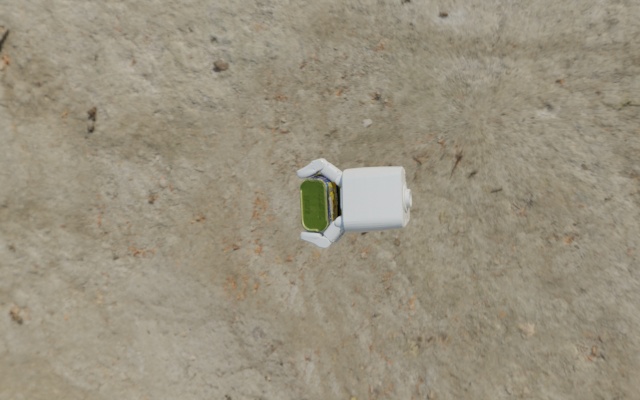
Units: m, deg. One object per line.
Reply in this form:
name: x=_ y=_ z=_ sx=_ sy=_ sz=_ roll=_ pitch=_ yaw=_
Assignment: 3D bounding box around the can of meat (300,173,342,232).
can of meat: x=0.000 y=0.003 z=0.888 sx=0.057 sy=0.102 sz=0.084 roll=-1 pitch=9 yaw=18
